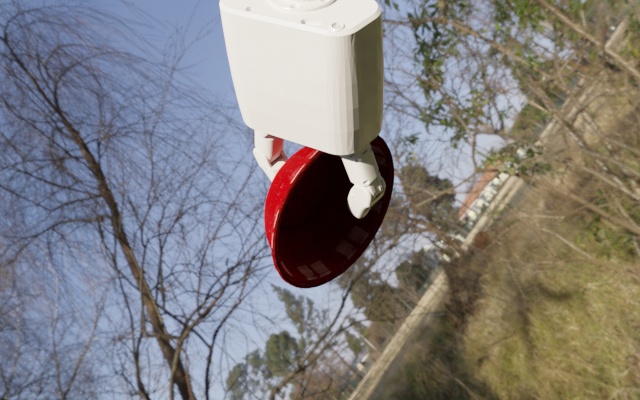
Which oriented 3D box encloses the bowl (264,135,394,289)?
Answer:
[{"bbox_3d":[0.000,0.002,0.462,0.055,0.162,0.162,30,19,37],"label":"bowl"}]
